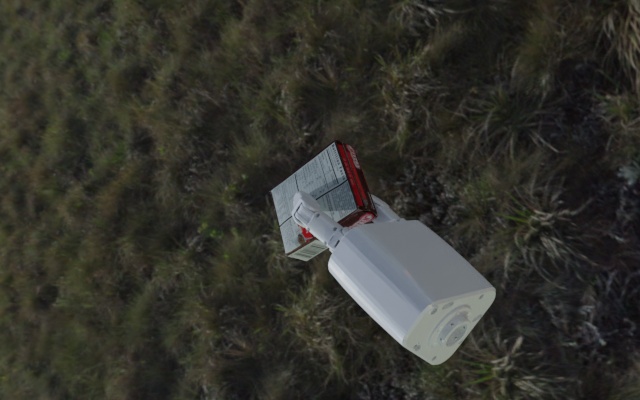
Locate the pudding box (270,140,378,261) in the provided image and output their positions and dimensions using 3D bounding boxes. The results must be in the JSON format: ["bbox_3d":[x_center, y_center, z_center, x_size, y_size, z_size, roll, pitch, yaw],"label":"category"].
[{"bbox_3d":[0.000,0.002,0.524,0.113,0.090,0.039,-34,-33,30],"label":"pudding box"}]
